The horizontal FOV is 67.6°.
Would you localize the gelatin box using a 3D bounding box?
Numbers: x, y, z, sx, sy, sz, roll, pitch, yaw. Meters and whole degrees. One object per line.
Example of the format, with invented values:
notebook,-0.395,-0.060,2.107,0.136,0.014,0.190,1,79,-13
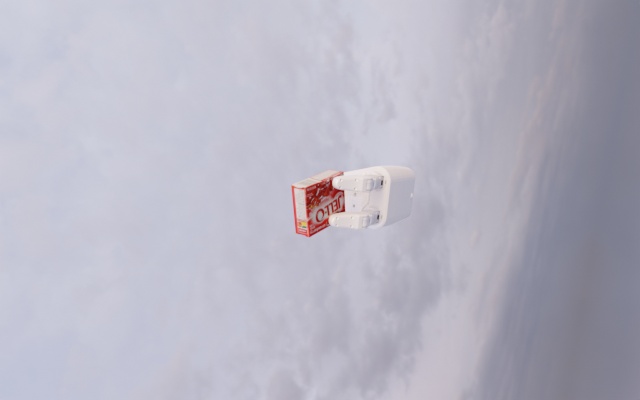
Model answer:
gelatin box,0.000,0.002,0.681,0.030,0.073,0.089,12,25,38
